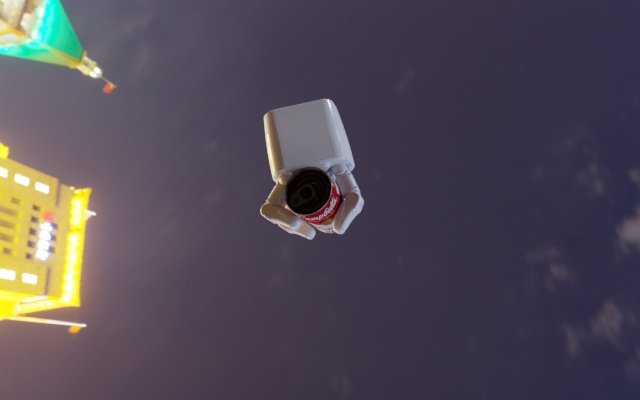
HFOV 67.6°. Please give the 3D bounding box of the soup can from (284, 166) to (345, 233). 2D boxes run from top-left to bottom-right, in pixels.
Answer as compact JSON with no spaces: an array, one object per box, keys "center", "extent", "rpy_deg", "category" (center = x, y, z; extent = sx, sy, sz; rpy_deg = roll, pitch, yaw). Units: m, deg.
[{"center":[0.000,0.003,0.672],"extent":[0.068,0.068,0.102],"rpy_deg":[0,-18,21],"category":"soup can"}]
